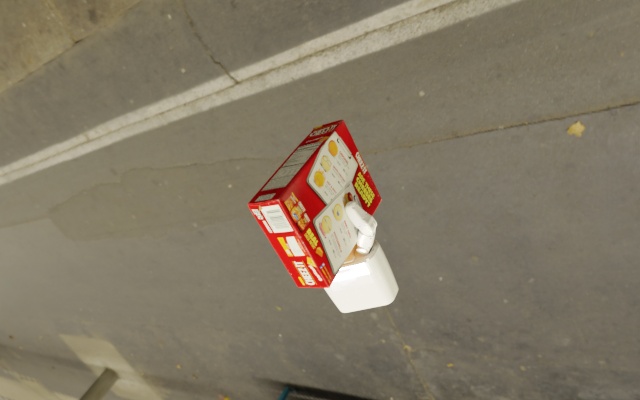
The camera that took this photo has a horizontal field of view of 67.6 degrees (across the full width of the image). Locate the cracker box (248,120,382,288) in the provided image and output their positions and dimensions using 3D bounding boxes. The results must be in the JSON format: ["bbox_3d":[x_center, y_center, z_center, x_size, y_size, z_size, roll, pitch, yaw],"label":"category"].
[{"bbox_3d":[0.000,0.003,0.739,0.072,0.164,0.213,-7,33,37],"label":"cracker box"}]
